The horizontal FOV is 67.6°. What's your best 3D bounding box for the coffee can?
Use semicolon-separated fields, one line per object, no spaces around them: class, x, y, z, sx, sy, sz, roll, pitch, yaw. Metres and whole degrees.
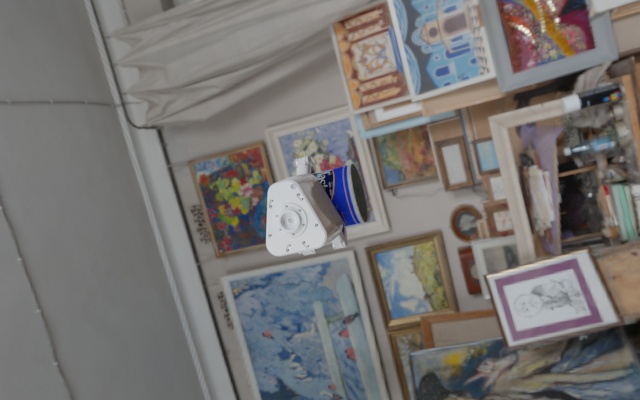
coffee can;0.000;0.003;0.823;0.140;0.103;0.103;-13;-3;14
